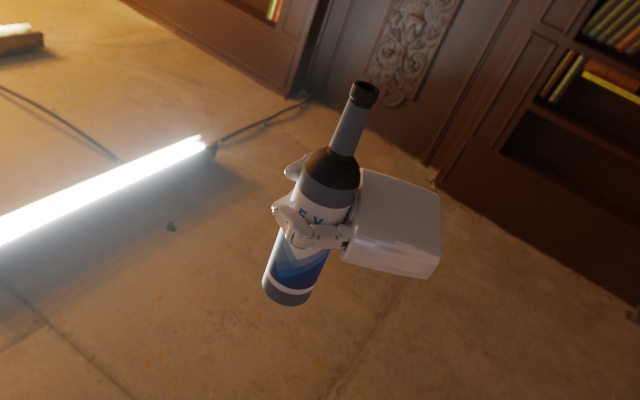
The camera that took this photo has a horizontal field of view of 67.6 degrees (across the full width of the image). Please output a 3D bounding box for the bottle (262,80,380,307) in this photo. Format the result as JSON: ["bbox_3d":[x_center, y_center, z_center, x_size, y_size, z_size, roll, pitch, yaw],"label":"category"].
[{"bbox_3d":[0.000,0.002,0.548,0.069,0.296,0.069,14,35,-11],"label":"bottle"}]
